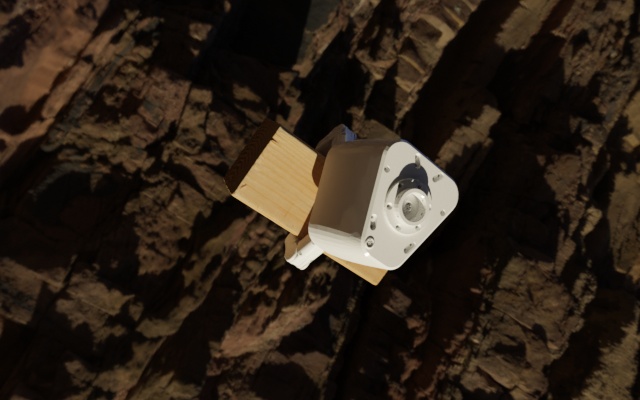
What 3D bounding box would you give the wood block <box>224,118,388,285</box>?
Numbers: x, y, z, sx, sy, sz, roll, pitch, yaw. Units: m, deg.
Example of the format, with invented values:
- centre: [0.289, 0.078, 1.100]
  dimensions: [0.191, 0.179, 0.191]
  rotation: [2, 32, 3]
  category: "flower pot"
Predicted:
- centre: [0.000, 0.002, 0.564]
  dimensions: [0.206, 0.091, 0.090]
  rotation: [35, 2, -22]
  category: "wood block"
